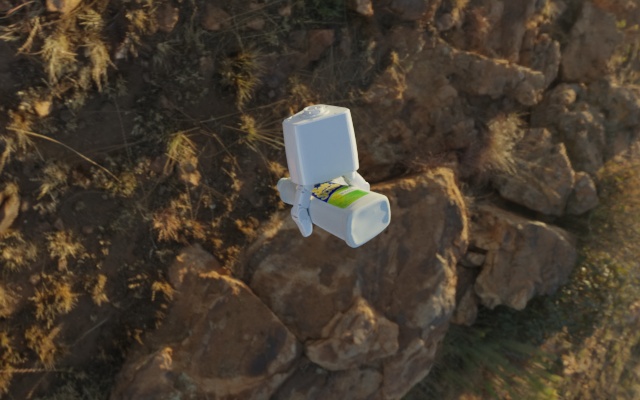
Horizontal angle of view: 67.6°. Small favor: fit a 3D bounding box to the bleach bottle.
[{"bbox_3d":[0.000,0.003,0.850,0.102,0.068,0.250,-28,31,-33],"label":"bleach bottle"}]
